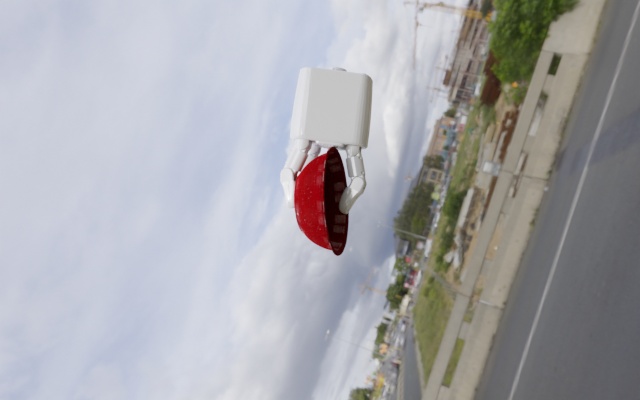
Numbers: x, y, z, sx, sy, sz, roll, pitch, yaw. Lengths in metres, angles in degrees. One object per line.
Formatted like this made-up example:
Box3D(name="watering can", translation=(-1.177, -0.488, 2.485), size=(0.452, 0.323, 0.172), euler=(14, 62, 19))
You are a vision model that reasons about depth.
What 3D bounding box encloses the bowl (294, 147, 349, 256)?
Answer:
Box3D(name="bowl", translation=(0.000, 0.004, 0.711), size=(0.055, 0.162, 0.162), euler=(-4, -1, 15))
